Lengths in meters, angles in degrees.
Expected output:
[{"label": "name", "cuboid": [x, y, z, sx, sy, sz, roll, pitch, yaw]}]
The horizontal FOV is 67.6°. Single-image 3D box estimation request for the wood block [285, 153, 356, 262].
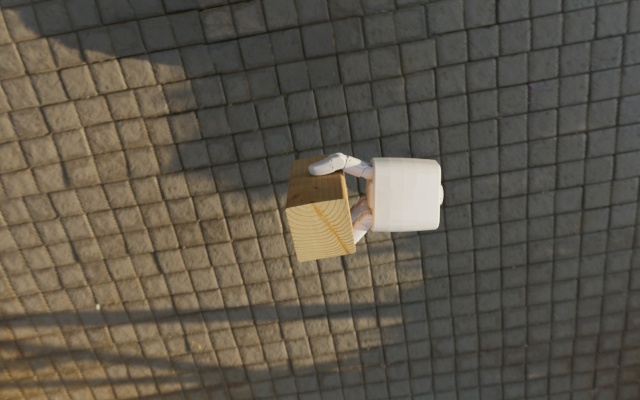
[{"label": "wood block", "cuboid": [0.000, 0.002, 0.773, 0.090, 0.091, 0.206, -10, 23, 4]}]
